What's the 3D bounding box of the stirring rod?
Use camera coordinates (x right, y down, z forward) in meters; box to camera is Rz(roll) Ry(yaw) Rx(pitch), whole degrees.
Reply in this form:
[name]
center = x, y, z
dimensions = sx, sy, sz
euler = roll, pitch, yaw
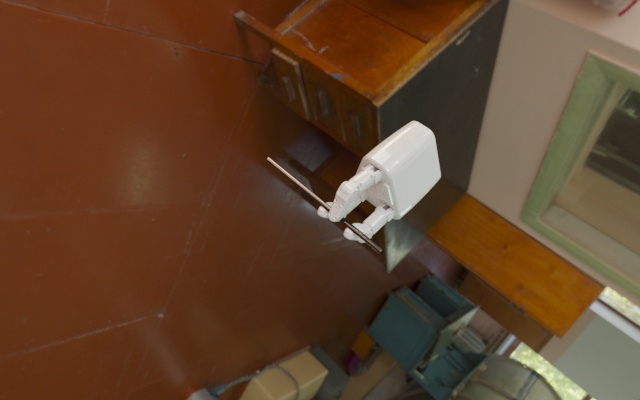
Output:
[stirring rod]
center = 0.000, 0.002, 0.698
dimensions = 0.239, 0.011, 0.011
euler = 39, 21, 28
